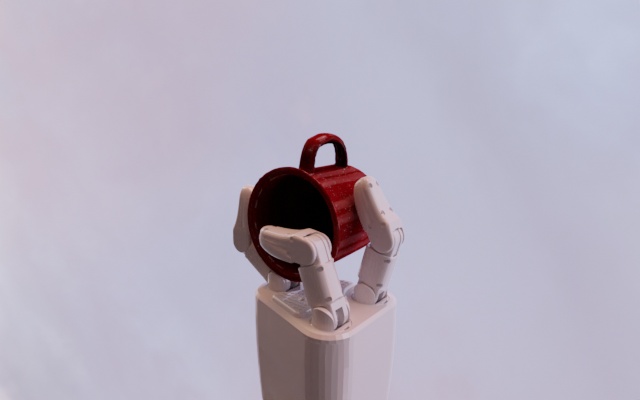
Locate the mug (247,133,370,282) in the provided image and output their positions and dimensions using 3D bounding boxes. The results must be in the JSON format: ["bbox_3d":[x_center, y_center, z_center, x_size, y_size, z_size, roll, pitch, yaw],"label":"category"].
[{"bbox_3d":[0.000,0.000,0.403,0.093,0.117,0.081,13,18,34],"label":"mug"}]
